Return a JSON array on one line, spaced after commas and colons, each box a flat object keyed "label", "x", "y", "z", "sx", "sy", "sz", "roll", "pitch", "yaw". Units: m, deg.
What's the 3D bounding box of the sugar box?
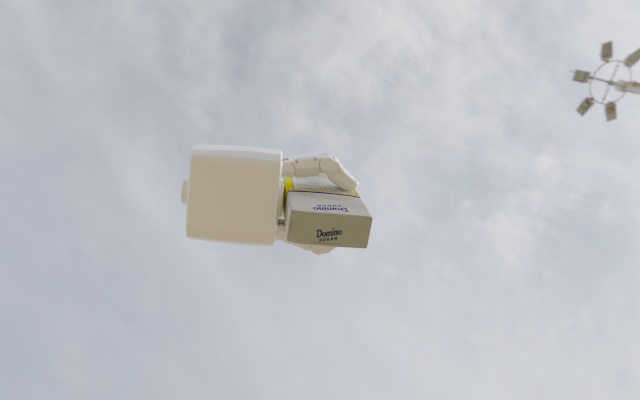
[{"label": "sugar box", "x": 0.000, "y": 0.002, "z": 0.598, "sx": 0.093, "sy": 0.048, "sz": 0.176, "roll": 5, "pitch": 22, "yaw": -9}]
